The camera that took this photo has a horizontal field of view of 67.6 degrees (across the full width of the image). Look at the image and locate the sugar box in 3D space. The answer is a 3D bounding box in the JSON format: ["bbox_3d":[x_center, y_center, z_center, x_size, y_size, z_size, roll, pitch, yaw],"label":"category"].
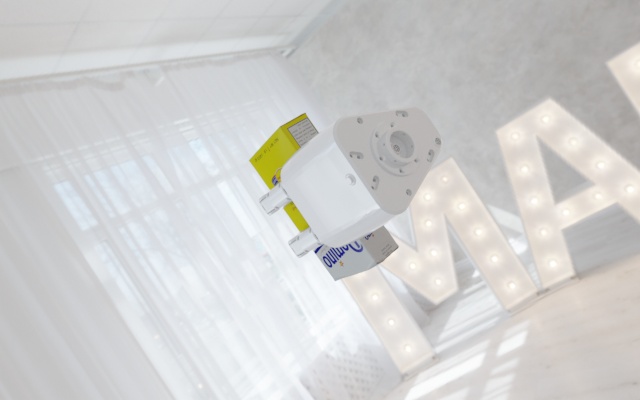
[{"bbox_3d":[0.000,0.002,0.531,0.048,0.176,0.093,-33,-1,-35],"label":"sugar box"}]
